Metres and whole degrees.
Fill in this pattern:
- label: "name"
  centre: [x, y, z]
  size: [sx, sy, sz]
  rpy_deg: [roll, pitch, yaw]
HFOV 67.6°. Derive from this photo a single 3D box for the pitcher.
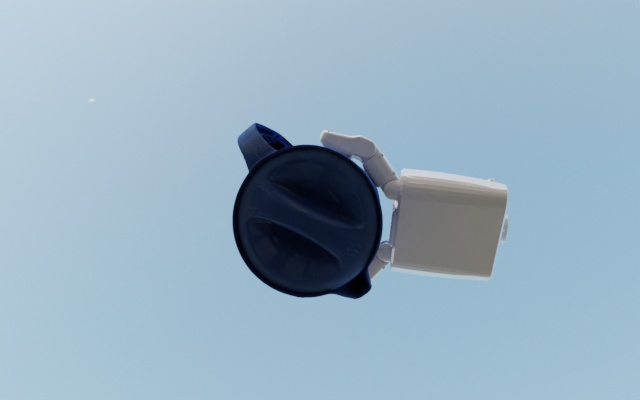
- label: "pitcher"
  centre: [0.000, 0.002, 0.523]
  size: [0.145, 0.149, 0.243]
  rpy_deg: [7, 5, 9]
